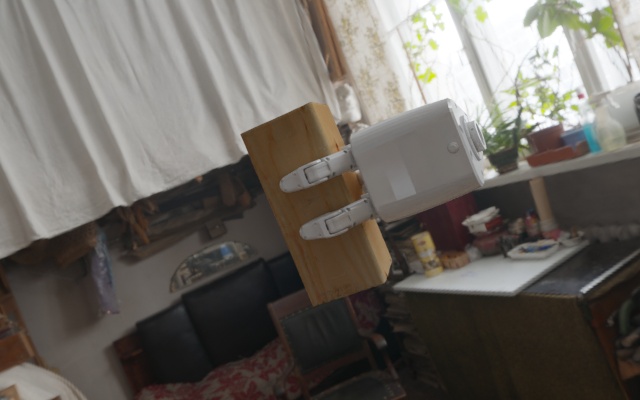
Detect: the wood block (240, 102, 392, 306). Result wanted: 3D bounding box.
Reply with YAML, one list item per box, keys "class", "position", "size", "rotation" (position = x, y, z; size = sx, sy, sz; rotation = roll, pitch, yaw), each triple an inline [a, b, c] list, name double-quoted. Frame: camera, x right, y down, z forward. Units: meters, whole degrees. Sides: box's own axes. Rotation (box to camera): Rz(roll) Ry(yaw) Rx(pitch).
- class: "wood block"
  position: [0.000, 0.001, 0.553]
  size: [0.090, 0.206, 0.091]
  rotation: [-21, 3, 16]
